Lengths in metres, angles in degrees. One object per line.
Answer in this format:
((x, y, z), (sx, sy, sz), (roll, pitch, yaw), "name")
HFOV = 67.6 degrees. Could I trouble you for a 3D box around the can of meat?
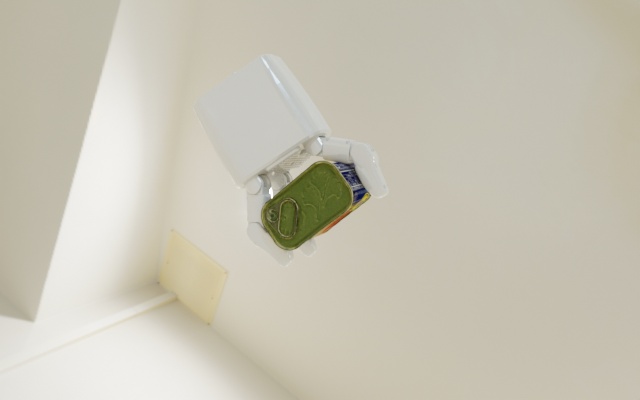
((0.000, 0.002, 0.509), (0.102, 0.057, 0.084), (-38, -9, 22), "can of meat")
